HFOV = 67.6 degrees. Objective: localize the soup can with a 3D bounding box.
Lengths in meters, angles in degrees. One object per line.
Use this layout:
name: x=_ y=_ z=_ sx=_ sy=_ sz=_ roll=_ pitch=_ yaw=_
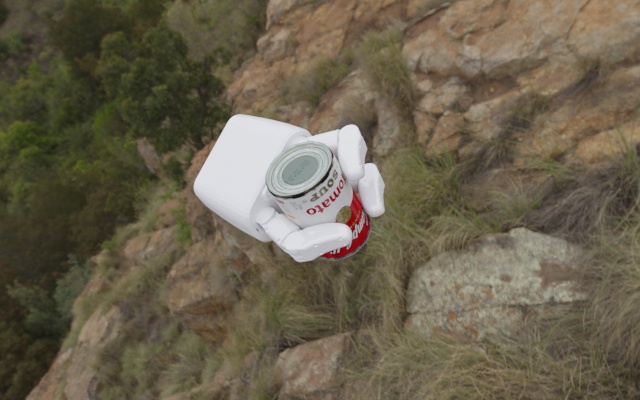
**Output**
soup can: x=0.000 y=0.002 z=0.452 sx=0.068 sy=0.068 sz=0.102 roll=0 pitch=-38 yaw=30
